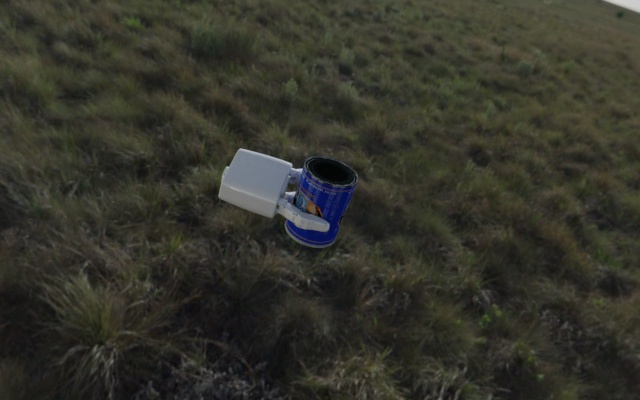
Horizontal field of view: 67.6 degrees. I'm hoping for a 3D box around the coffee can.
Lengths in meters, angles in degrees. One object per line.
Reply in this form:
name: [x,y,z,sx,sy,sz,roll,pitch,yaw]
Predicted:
coffee can: [0.000,0.003,0.891,0.103,0.140,0.102,14,31,-9]
